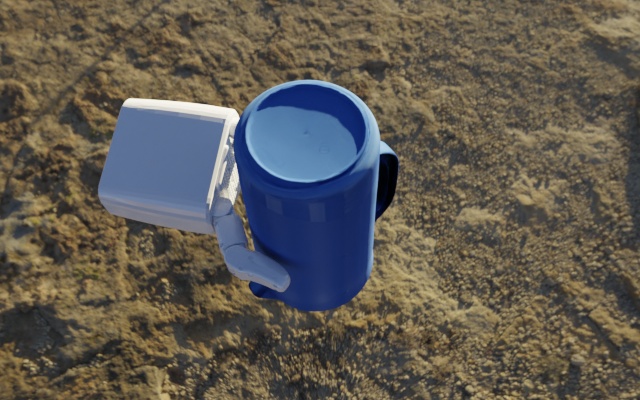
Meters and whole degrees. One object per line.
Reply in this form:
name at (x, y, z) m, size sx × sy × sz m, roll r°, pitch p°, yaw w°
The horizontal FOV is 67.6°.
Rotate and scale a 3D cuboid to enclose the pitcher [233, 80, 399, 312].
pitcher at (0.000, 0.001, 0.449) m, size 0.145 × 0.149 × 0.243 m, roll 9°, pitch -28°, yaw 5°
